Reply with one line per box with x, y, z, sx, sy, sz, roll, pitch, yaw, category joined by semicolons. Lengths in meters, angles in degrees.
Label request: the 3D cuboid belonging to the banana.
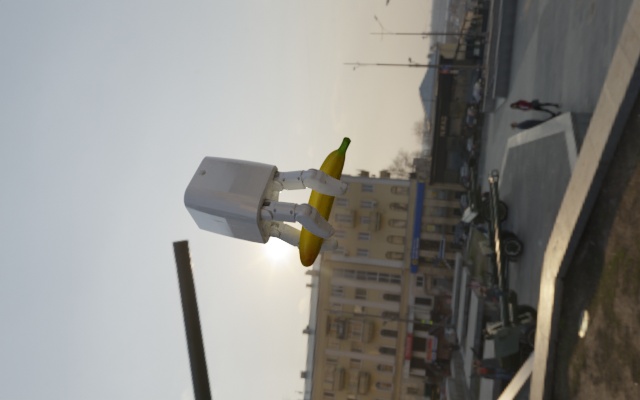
0.000;0.005;0.688;0.037;0.197;0.070;16;-18;1;banana
